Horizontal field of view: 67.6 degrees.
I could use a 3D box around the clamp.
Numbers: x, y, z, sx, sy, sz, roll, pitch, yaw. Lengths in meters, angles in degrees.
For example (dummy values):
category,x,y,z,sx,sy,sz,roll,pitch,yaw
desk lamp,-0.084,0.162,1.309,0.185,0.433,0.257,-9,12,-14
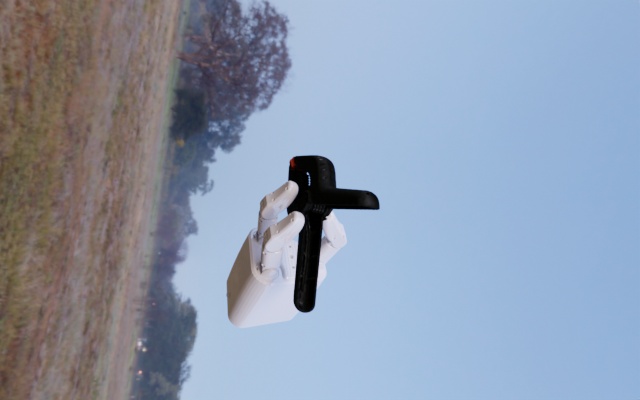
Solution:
category,x,y,z,sx,sy,sz,roll,pitch,yaw
clamp,0.001,0.002,0.564,0.036,0.165,0.209,17,37,-26
